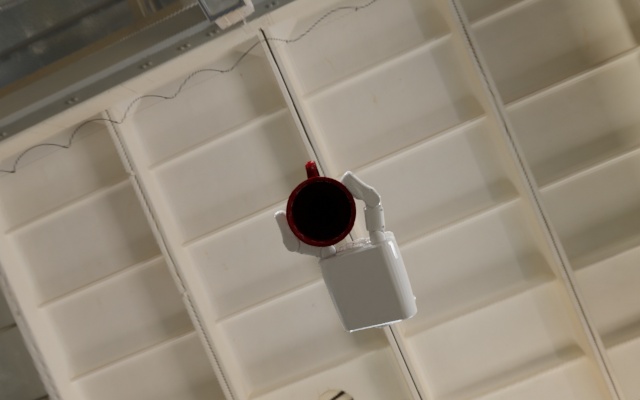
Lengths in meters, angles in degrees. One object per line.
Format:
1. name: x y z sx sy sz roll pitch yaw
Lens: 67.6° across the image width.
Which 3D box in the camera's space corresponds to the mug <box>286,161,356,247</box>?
1. mug: 0.000 0.001 0.664 0.093 0.117 0.081 -17 1 5
